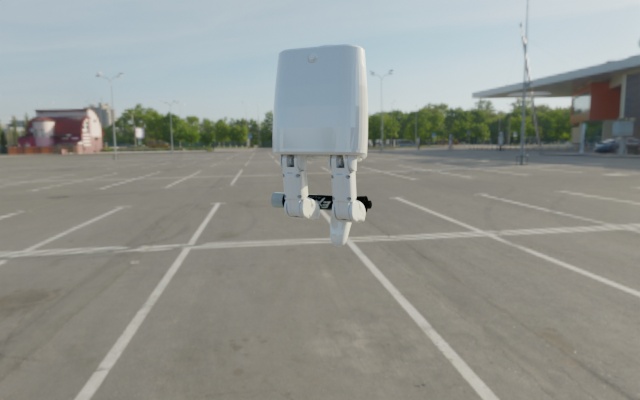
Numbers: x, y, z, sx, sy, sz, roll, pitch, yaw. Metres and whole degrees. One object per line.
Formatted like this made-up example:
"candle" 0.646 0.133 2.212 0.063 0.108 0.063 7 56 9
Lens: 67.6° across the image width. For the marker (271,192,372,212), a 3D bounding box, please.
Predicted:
"marker" 0.000 0.002 0.552 0.121 0.020 0.020 3 1 22
